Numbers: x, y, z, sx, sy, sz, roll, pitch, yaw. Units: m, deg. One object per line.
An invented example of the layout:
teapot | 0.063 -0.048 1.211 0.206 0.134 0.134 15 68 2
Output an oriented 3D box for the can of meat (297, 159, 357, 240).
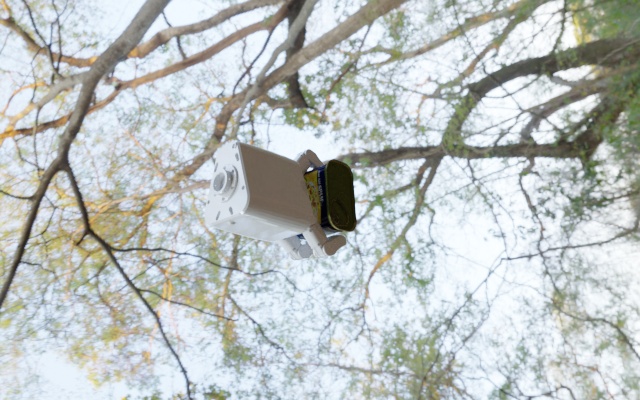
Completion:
can of meat | 0.000 0.002 0.688 0.084 0.102 0.057 -18 -22 40
